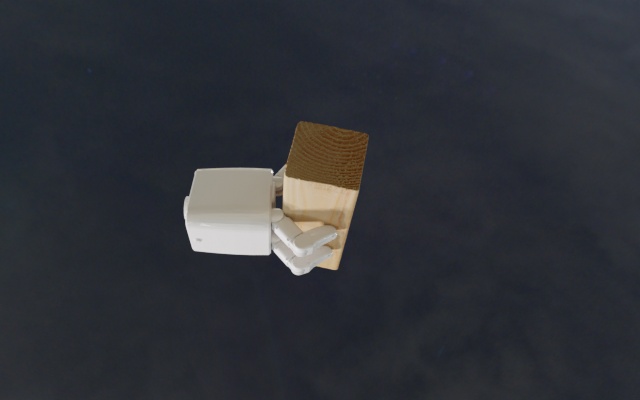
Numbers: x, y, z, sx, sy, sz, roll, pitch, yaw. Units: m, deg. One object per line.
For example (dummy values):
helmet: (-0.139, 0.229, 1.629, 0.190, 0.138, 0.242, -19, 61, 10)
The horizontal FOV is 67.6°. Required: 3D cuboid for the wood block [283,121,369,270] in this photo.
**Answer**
wood block: (0.000, 0.002, 0.646, 0.090, 0.090, 0.206, 11, -34, 1)
